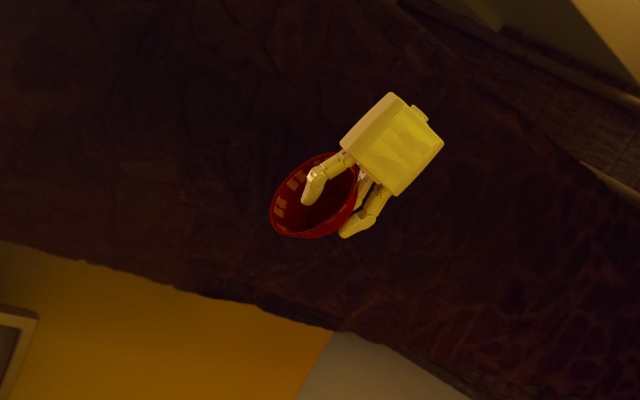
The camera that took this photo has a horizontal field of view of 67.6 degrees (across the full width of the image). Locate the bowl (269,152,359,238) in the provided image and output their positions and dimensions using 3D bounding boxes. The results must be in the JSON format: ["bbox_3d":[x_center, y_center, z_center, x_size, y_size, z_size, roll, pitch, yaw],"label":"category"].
[{"bbox_3d":[-0.001,0.003,0.747,0.162,0.162,0.055,0,-37,41],"label":"bowl"}]
